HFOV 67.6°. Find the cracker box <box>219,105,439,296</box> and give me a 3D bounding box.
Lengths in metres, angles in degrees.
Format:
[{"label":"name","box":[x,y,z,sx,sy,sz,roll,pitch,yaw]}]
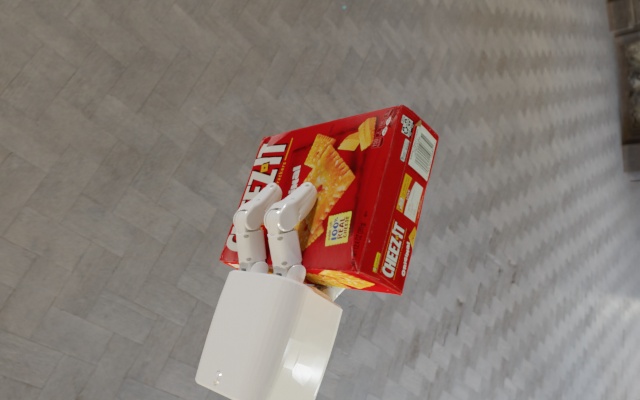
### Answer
[{"label":"cracker box","box":[0.000,0.002,0.493,0.213,0.164,0.072,-3,-28,46]}]
